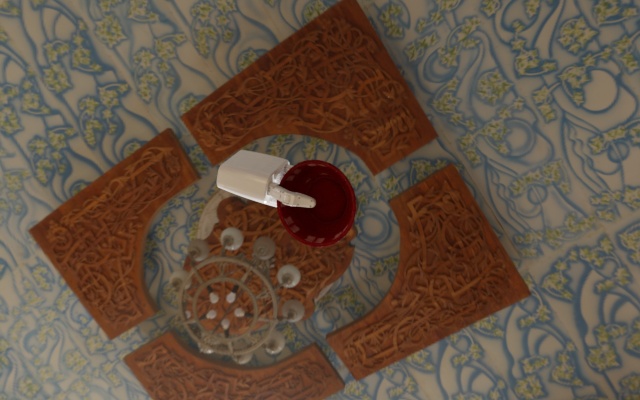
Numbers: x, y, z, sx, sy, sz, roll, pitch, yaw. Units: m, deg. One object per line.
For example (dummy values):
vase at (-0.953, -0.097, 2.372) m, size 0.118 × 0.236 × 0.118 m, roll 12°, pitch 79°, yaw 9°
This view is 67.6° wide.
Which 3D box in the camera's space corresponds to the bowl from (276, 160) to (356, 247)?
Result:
bowl at (0.001, 0.004, 0.894) m, size 0.162 × 0.162 × 0.055 m, roll 0°, pitch 8°, yaw 25°
